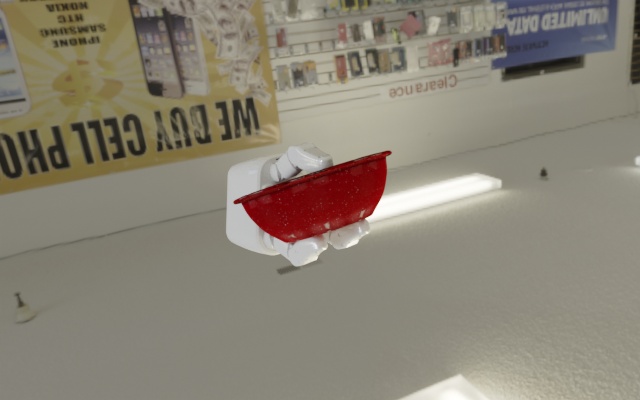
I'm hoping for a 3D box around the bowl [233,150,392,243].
[{"bbox_3d":[0.001,0.002,0.467,0.162,0.055,0.162,-18,0,0],"label":"bowl"}]
